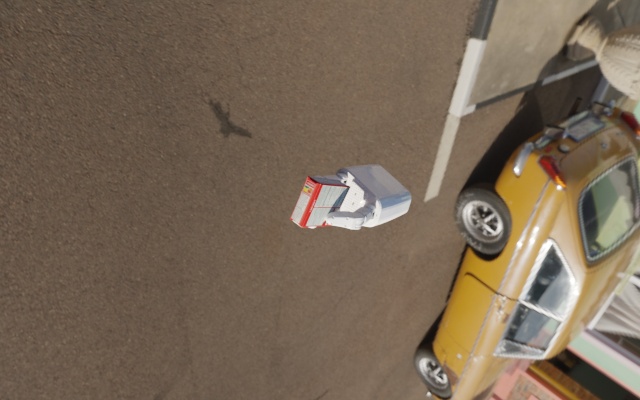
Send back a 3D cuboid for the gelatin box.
[{"bbox_3d":[0.000,0.003,0.741,0.030,0.073,0.089,32,17,30],"label":"gelatin box"}]
